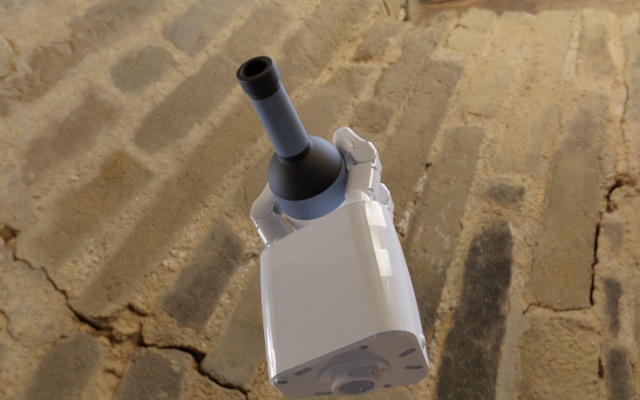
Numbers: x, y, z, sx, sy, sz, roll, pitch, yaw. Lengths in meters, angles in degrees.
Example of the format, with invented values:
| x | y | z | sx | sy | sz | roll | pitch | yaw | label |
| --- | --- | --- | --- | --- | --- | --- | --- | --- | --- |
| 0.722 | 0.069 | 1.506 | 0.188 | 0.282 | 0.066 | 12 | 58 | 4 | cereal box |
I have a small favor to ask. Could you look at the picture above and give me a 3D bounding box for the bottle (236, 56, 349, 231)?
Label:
| x | y | z | sx | sy | sz | roll | pitch | yaw | label |
| --- | --- | --- | --- | --- | --- | --- | --- | --- | --- |
| 0.000 | 0.001 | 0.427 | 0.069 | 0.069 | 0.296 | 0 | -38 | 22 | bottle |
